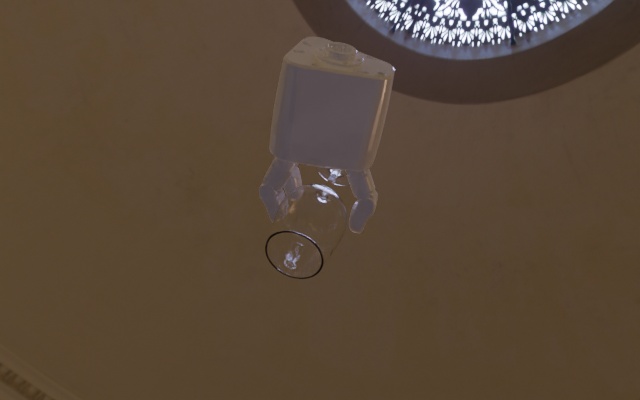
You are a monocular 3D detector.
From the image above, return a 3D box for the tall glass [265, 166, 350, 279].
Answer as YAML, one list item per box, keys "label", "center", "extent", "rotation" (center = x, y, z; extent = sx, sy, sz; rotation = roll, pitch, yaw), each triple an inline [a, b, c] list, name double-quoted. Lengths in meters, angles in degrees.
- label: "tall glass"
  center: [0.000, 0.002, 0.556]
  extent: [0.079, 0.079, 0.201]
  rotation: [0, 33, 19]
